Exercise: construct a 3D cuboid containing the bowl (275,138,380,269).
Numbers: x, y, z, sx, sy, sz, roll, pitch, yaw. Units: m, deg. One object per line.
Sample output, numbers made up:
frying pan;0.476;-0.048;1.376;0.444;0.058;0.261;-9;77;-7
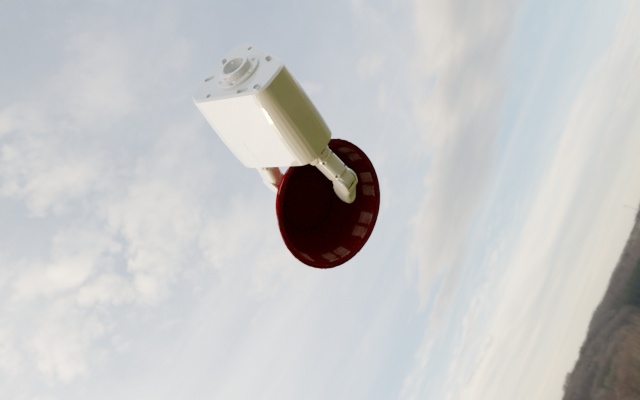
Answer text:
bowl;0.000;0.003;0.606;0.162;0.162;0.055;0;7;-37
